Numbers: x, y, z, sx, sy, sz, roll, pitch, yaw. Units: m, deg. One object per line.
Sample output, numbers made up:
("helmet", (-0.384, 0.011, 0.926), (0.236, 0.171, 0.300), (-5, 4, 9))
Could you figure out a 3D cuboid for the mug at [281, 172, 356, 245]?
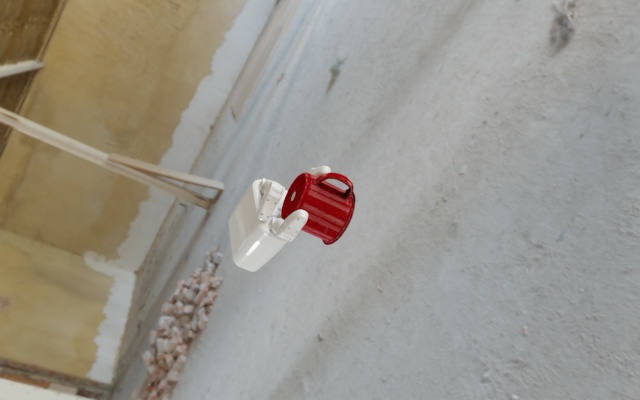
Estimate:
("mug", (0.001, 0.001, 0.709), (0.081, 0.093, 0.117), (25, -49, -21))
